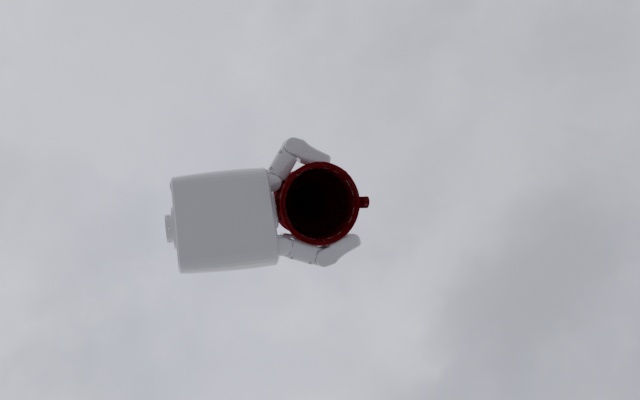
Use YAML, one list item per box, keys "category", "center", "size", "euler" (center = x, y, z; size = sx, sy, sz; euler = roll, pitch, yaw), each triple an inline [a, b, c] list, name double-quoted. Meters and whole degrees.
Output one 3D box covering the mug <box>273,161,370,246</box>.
- category: "mug"
  center: [0.001, 0.002, 0.568]
  size: [0.117, 0.093, 0.081]
  euler: [-4, 3, -17]
